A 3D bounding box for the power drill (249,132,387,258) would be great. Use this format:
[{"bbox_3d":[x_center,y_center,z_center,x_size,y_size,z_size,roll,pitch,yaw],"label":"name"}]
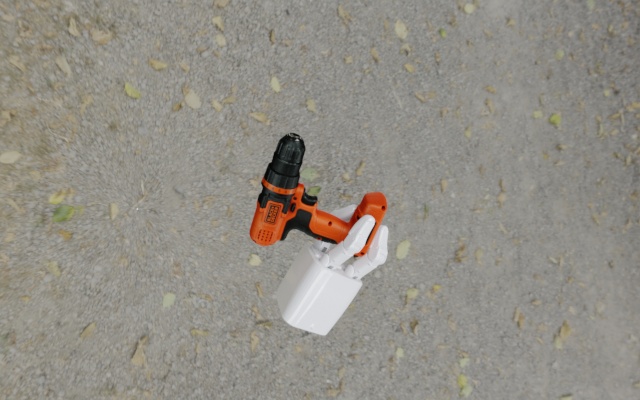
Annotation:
[{"bbox_3d":[0.000,0.003,0.719,0.187,0.184,0.057,16,28,-11],"label":"power drill"}]
